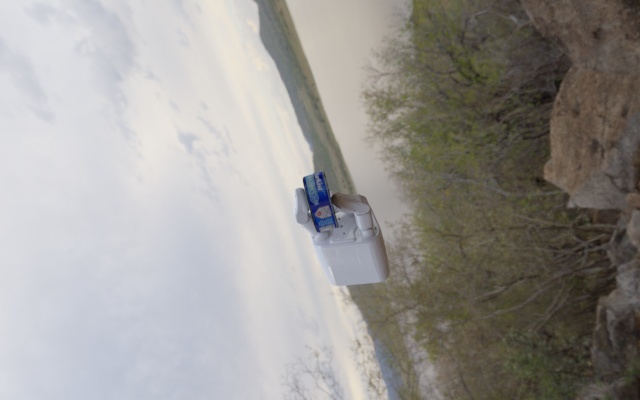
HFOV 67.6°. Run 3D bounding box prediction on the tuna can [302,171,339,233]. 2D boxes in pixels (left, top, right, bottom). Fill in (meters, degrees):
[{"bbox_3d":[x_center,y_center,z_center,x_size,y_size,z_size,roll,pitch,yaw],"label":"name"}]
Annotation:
[{"bbox_3d":[0.000,0.002,0.691,0.034,0.086,0.086,-15,0,1],"label":"tuna can"}]
